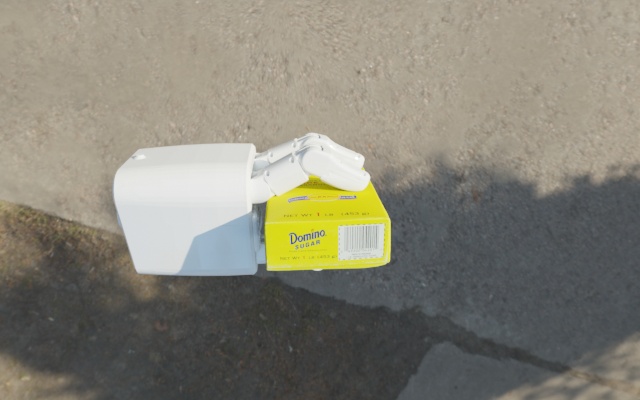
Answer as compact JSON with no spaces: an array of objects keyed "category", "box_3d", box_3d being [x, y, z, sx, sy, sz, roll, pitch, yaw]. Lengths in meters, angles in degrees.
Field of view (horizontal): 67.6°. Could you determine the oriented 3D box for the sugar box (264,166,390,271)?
[{"category":"sugar box","box_3d":[0.000,0.001,0.425,0.093,0.048,0.176,-1,23,-4]}]
